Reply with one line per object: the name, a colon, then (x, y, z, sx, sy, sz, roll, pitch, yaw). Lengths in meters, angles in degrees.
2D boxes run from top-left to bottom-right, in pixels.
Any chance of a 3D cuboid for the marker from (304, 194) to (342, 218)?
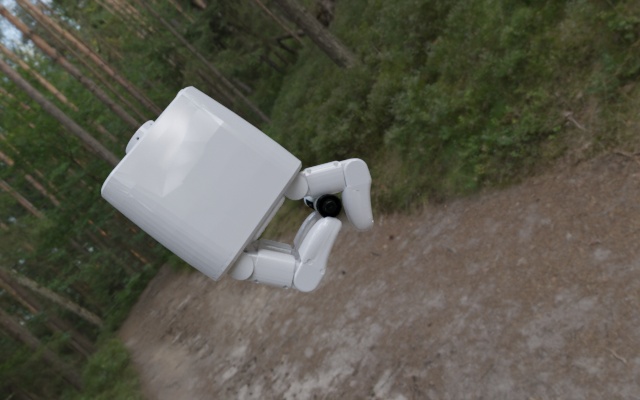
marker: (0.000, 0.001, 0.412, 0.020, 0.020, 0.121, 0, 4, -7)
